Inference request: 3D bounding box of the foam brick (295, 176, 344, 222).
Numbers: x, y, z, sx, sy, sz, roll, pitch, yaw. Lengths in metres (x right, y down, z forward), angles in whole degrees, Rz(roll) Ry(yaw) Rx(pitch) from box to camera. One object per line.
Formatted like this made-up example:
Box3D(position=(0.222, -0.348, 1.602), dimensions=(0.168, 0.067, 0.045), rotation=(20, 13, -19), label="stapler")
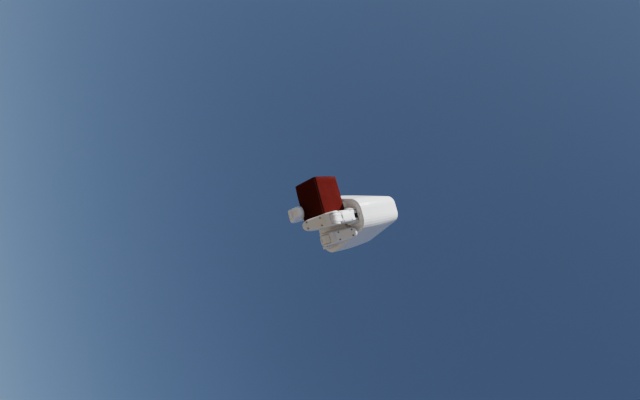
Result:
Box3D(position=(0.000, 0.002, 0.811), dimensions=(0.051, 0.078, 0.053), rotation=(-8, -10, -44), label="foam brick")
